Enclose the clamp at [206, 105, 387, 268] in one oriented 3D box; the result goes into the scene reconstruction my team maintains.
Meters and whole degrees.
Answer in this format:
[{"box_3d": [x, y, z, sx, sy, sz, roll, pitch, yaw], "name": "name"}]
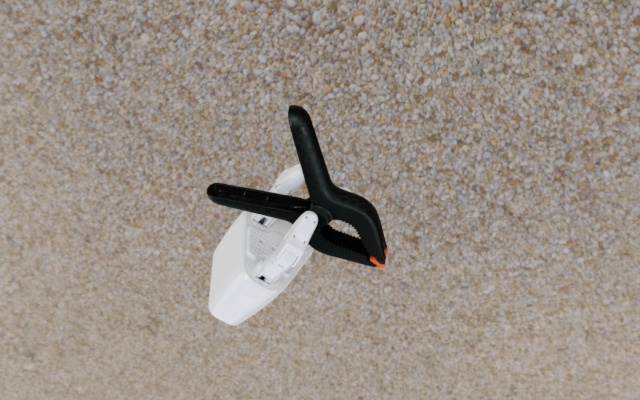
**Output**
[{"box_3d": [0.000, 0.003, 0.509, 0.210, 0.036, 0.165, 33, -47, -15], "name": "clamp"}]
